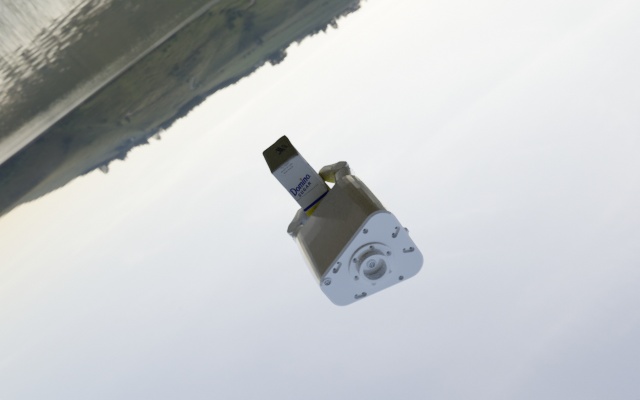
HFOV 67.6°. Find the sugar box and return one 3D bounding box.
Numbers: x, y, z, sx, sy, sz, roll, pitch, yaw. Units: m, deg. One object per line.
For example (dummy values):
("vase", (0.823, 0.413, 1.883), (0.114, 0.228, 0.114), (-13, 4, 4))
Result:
("sugar box", (0.001, 0.002, 0.611), (0.048, 0.176, 0.093), (-37, 25, 2))
